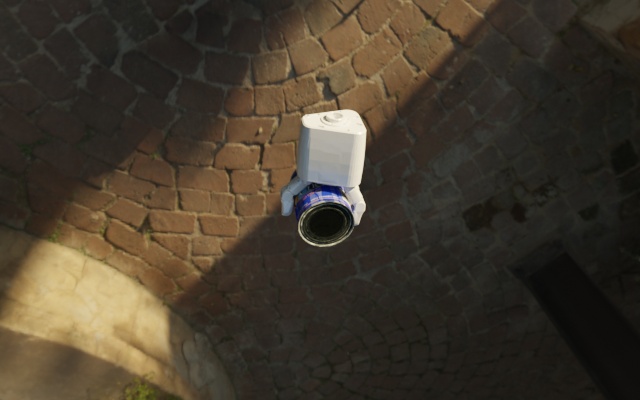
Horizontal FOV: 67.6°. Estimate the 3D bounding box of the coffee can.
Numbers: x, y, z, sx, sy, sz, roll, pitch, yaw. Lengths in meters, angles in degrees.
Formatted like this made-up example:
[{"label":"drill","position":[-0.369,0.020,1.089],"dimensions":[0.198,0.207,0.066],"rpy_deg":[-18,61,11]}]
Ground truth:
[{"label":"coffee can","position":[0.000,0.003,0.898],"dimensions":[0.103,0.103,0.140],"rpy_deg":[0,35,-11]}]
